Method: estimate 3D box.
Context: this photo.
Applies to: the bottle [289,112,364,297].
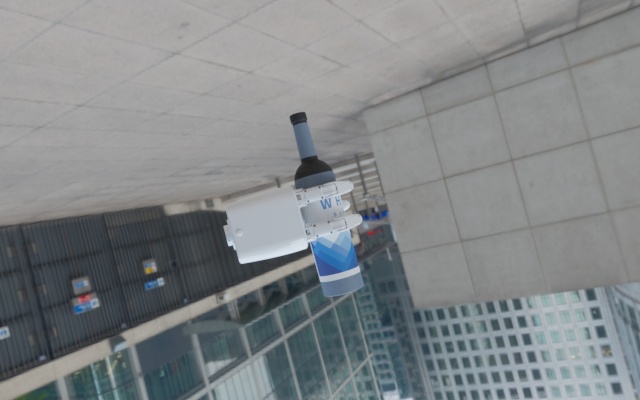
[{"bbox_3d":[0.000,0.003,0.770,0.069,0.295,0.069,-15,-1,0],"label":"bottle"}]
